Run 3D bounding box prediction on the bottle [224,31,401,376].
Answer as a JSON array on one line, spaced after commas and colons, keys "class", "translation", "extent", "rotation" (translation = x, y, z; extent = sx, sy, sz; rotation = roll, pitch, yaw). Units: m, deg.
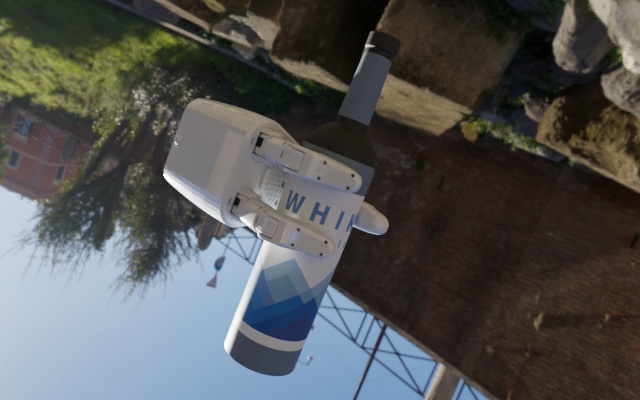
[{"class": "bottle", "translation": [0.000, 0.002, 0.409], "extent": [0.069, 0.296, 0.069], "rotation": [21, 6, -2]}]
